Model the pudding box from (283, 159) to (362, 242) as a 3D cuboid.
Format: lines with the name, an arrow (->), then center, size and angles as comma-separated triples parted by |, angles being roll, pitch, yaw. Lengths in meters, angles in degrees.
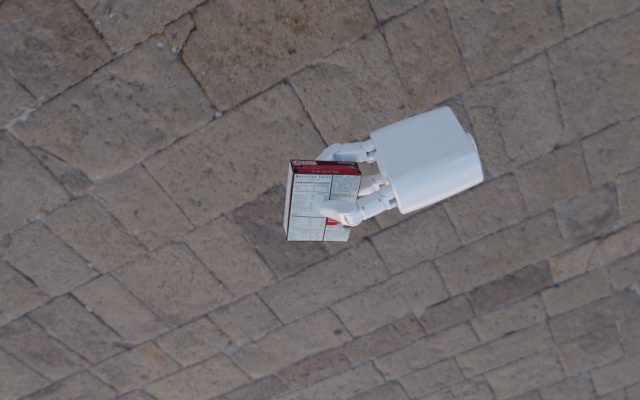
pudding box -> 0.000, 0.002, 0.628 | 0.090, 0.114, 0.039 | 2, 33, -10
